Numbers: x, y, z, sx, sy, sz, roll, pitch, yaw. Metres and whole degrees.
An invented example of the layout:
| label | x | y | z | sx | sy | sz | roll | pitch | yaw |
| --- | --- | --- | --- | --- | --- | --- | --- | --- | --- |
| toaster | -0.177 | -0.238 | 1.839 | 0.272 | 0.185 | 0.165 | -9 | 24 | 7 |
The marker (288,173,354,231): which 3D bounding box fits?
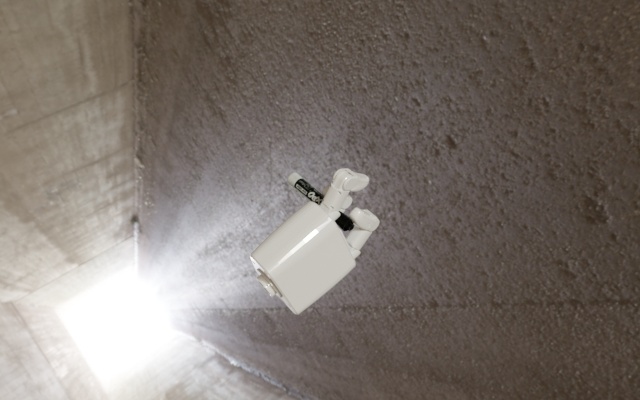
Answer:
| label | x | y | z | sx | sy | sz | roll | pitch | yaw |
| --- | --- | --- | --- | --- | --- | --- | --- | --- | --- |
| marker | 0.000 | 0.002 | 0.638 | 0.121 | 0.020 | 0.020 | 40 | 23 | 31 |
